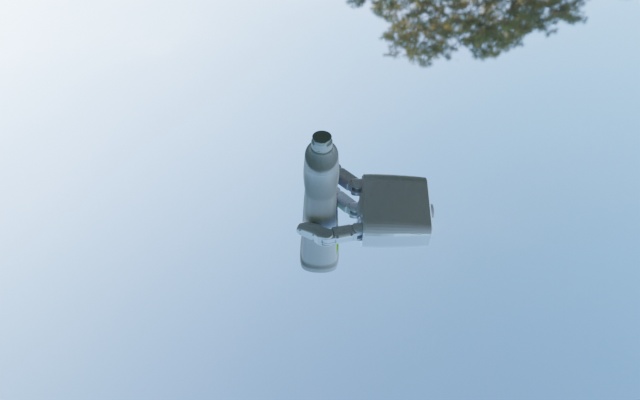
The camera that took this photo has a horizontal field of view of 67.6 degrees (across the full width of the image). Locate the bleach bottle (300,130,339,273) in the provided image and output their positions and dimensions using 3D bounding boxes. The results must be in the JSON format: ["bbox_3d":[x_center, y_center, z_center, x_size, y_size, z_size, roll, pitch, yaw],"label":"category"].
[{"bbox_3d":[0.000,0.002,0.757,0.068,0.102,0.251,1,-43,0],"label":"bleach bottle"}]
